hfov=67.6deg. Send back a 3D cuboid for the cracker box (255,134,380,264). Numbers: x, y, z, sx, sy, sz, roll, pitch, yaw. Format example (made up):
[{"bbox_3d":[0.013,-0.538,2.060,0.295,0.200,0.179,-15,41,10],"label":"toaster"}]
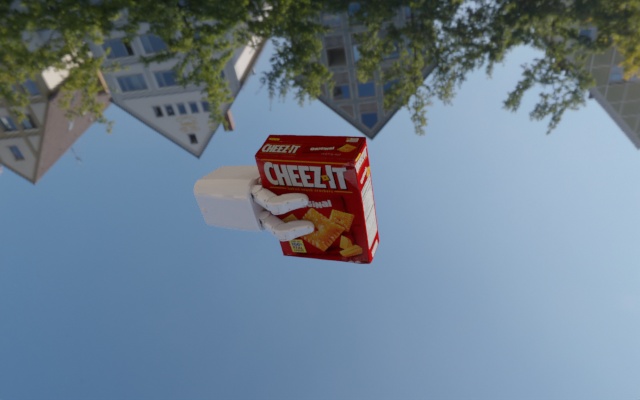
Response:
[{"bbox_3d":[0.000,0.003,0.776,0.164,0.214,0.072,4,40,20],"label":"cracker box"}]
